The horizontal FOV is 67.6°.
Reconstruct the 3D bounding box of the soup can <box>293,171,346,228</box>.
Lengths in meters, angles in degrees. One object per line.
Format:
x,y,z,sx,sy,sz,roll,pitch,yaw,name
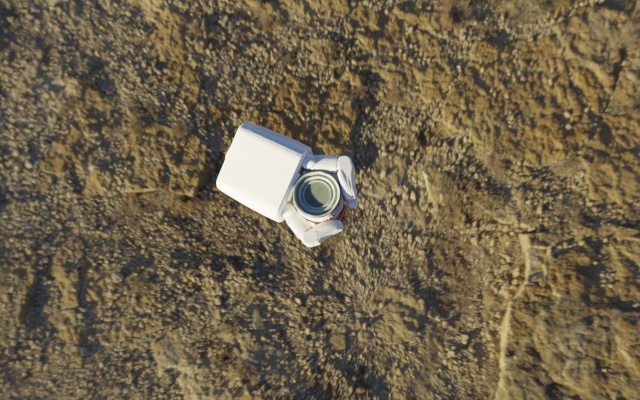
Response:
0.000,0.003,0.692,0.068,0.068,0.102,0,-14,6,soup can
